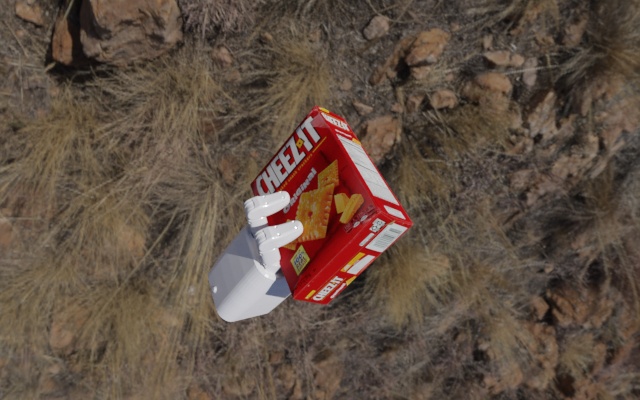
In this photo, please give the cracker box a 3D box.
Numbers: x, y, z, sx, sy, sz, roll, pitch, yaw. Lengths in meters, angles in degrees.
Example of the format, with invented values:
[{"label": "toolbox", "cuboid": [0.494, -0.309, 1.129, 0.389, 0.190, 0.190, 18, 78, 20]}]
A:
[{"label": "cracker box", "cuboid": [0.000, 0.002, 0.636, 0.072, 0.213, 0.164, 20, -58, -43]}]
